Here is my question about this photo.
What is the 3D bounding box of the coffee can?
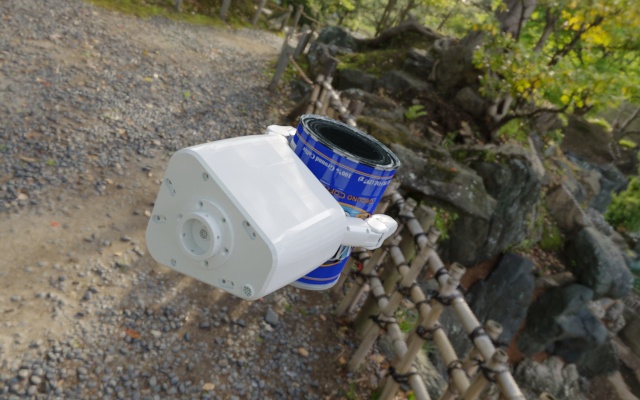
[{"bbox_3d":[0.000,0.002,0.470,0.103,0.140,0.102,22,22,-10],"label":"coffee can"}]
